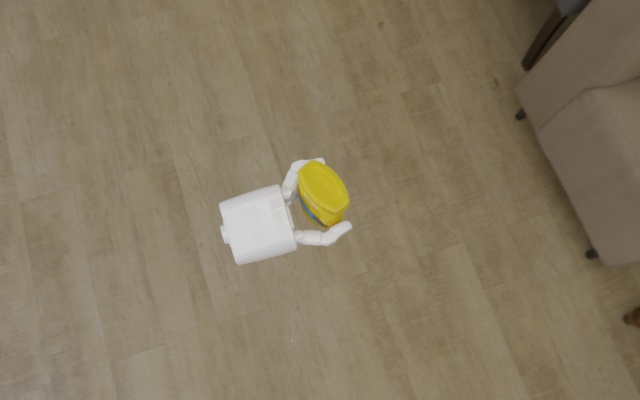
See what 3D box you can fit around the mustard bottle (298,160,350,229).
[{"bbox_3d":[0.000,0.002,0.832,0.058,0.096,0.192,-40,-10,-13],"label":"mustard bottle"}]
